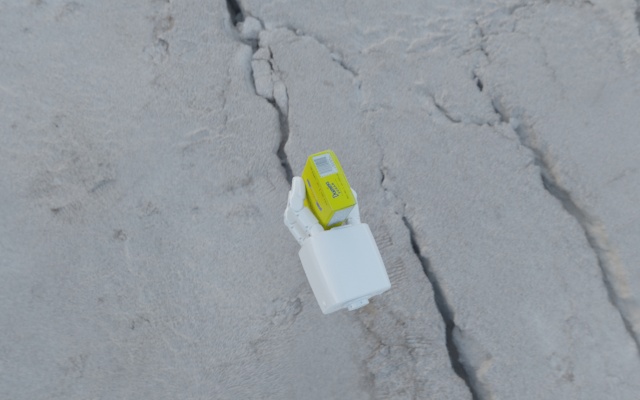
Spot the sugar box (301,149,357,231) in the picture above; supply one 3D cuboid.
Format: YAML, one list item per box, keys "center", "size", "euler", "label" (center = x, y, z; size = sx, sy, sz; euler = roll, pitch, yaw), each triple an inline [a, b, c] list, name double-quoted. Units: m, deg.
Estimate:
- center: [0.000, 0.003, 0.753]
  size: [0.048, 0.093, 0.176]
  euler: [-17, -18, -20]
  label: "sugar box"
